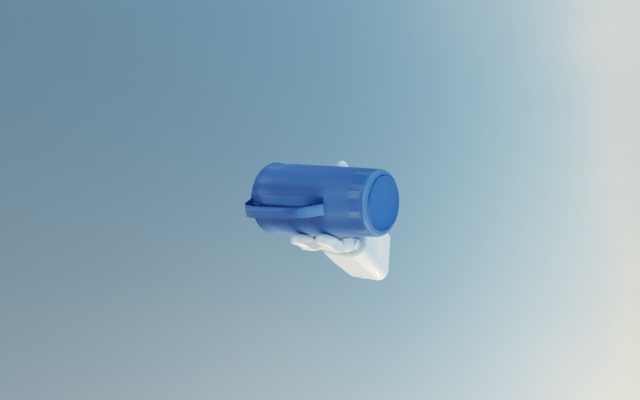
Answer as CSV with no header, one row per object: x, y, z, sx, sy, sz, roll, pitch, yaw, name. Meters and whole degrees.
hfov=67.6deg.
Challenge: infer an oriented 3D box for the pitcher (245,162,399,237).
0.000,0.003,0.813,0.243,0.149,0.145,2,-33,39,pitcher
